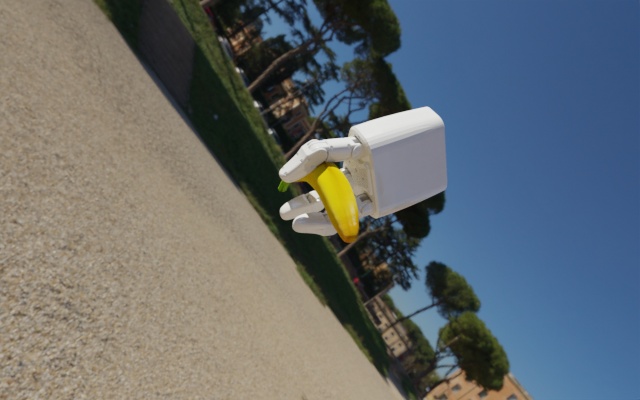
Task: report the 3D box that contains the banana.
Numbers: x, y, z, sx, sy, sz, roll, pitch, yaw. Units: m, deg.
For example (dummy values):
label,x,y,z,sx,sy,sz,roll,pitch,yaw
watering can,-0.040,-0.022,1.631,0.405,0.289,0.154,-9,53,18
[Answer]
label,x,y,z,sx,sy,sz,roll,pitch,yaw
banana,0.000,-0.017,0.565,0.037,0.070,0.197,-3,19,-25
